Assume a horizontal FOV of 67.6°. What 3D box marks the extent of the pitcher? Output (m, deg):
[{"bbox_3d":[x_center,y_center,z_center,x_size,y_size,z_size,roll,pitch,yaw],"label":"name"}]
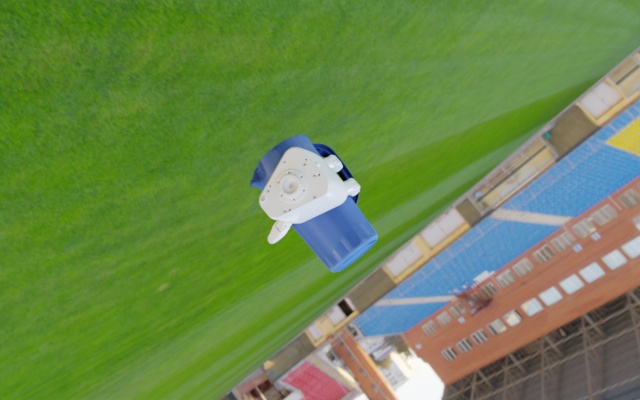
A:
[{"bbox_3d":[0.000,0.003,0.886,0.149,0.242,0.145,-41,-13,10],"label":"pitcher"}]
